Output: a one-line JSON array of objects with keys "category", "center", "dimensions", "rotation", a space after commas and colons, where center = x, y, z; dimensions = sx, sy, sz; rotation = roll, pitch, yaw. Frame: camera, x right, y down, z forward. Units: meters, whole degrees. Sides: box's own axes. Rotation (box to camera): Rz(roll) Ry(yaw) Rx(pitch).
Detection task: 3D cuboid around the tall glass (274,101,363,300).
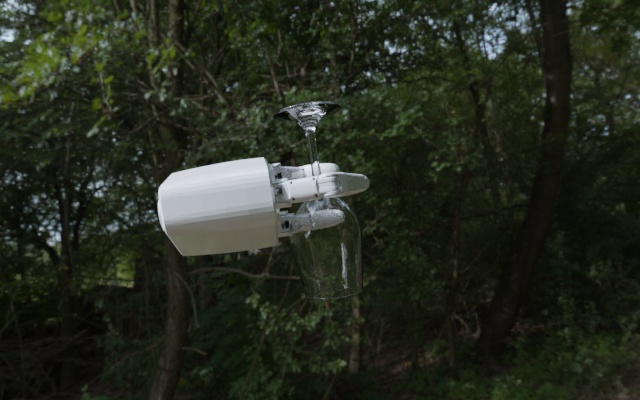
[{"category": "tall glass", "center": [0.000, 0.001, 0.514], "dimensions": [0.079, 0.201, 0.079], "rotation": [-9, -4, -1]}]
